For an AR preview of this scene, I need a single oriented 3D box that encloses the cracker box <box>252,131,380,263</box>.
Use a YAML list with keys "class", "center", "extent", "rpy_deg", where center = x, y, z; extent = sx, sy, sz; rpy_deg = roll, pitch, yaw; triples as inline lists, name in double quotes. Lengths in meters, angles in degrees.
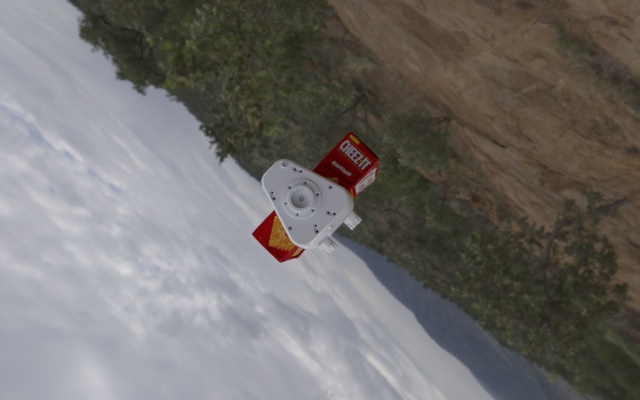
- class: "cracker box"
  center: [0.000, 0.003, 0.778]
  extent: [0.072, 0.213, 0.164]
  rpy_deg: [45, 0, 7]
